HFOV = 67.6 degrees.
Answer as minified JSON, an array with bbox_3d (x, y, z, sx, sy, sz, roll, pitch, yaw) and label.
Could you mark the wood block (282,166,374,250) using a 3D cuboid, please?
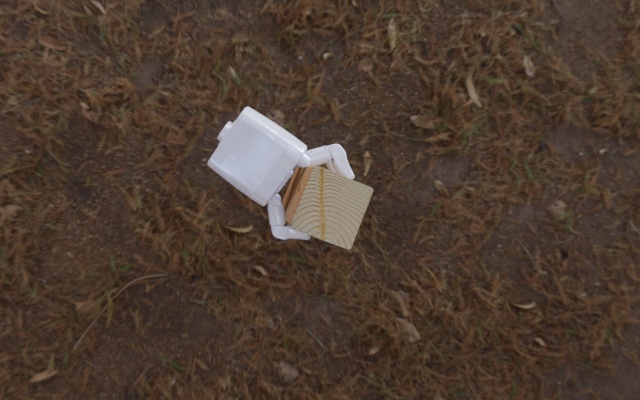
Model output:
[{"bbox_3d":[0.000,0.003,0.730,0.090,0.091,0.206,22,1,-10],"label":"wood block"}]
